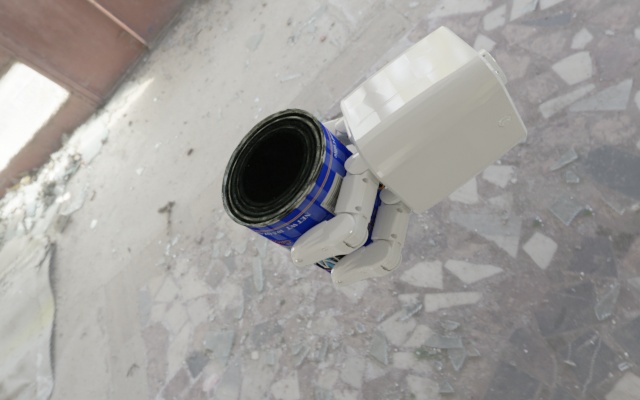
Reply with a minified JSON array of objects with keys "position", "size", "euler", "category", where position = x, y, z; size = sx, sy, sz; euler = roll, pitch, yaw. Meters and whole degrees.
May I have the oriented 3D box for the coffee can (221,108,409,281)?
[{"position":[0.000,0.001,0.417],"size":[0.103,0.102,0.140],"euler":[0,-24,38],"category":"coffee can"}]
